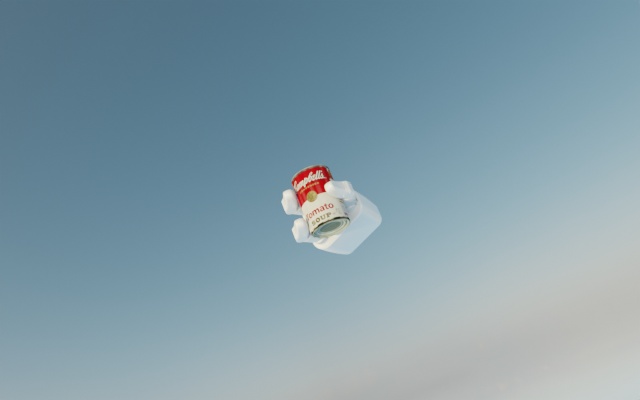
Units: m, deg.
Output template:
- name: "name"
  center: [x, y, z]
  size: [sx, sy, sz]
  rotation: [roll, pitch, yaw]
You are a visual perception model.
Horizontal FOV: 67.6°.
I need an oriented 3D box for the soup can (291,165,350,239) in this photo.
- name: "soup can"
  center: [0.000, 0.003, 0.777]
  size: [0.068, 0.102, 0.068]
  rotation: [-18, -24, -8]
